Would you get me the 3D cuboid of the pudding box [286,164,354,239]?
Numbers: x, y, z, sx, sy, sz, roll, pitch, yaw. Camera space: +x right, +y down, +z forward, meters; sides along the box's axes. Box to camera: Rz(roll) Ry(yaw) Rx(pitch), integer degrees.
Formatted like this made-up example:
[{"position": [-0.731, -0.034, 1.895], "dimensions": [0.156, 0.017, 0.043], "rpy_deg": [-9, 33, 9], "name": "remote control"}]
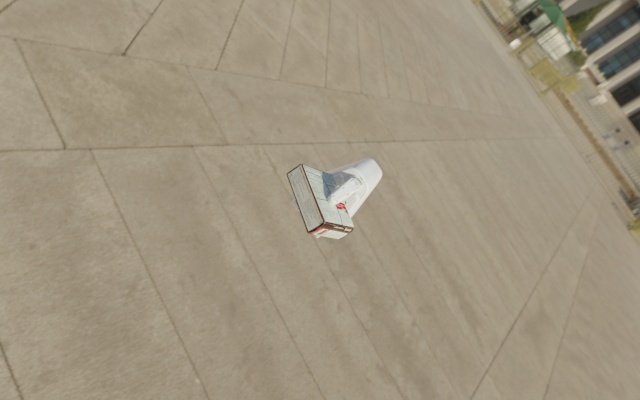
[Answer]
[{"position": [0.000, 0.002, 0.769], "dimensions": [0.039, 0.113, 0.090], "rpy_deg": [-36, -28, 26], "name": "pudding box"}]
